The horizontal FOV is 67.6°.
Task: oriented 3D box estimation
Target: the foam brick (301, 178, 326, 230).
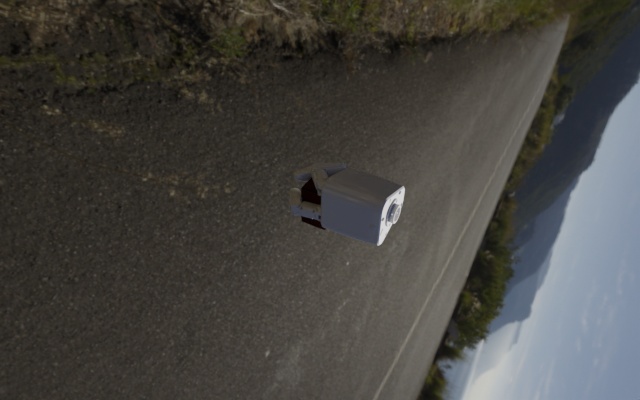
[{"bbox_3d":[0.000,0.003,0.848,0.051,0.078,0.053,20,42,22],"label":"foam brick"}]
